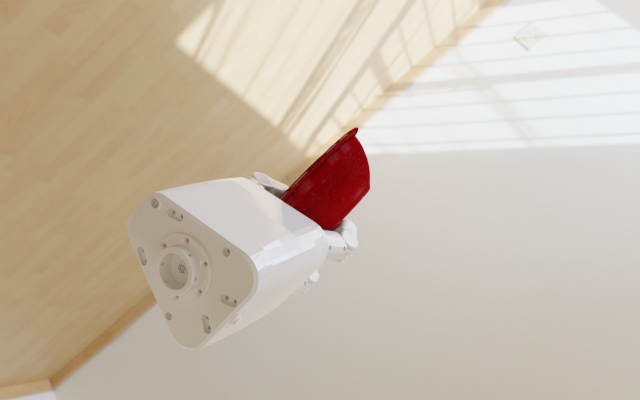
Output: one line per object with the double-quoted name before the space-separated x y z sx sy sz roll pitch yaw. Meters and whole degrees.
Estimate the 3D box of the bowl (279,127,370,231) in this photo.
"bowl" 0.001 0.001 0.492 0.055 0.162 0.162 44 1 1
